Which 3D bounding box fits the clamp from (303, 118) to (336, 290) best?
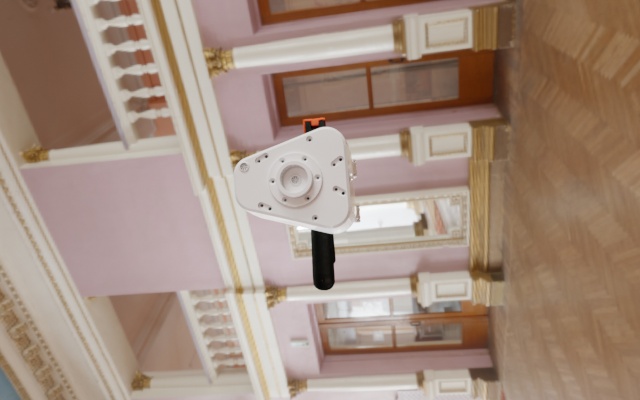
[{"bbox_3d":[-0.001,0.002,0.618,0.036,0.210,0.164,-4,-4,1],"label":"clamp"}]
